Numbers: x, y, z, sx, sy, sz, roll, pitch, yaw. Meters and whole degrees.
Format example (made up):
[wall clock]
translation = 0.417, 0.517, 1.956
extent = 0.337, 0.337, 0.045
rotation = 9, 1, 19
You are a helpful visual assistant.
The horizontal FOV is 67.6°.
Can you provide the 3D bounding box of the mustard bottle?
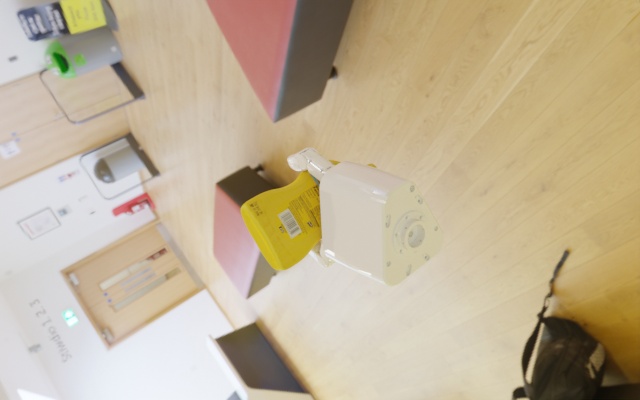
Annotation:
[mustard bottle]
translation = 0.000, 0.002, 0.617
extent = 0.191, 0.096, 0.058
rotation = -32, 5, -24
